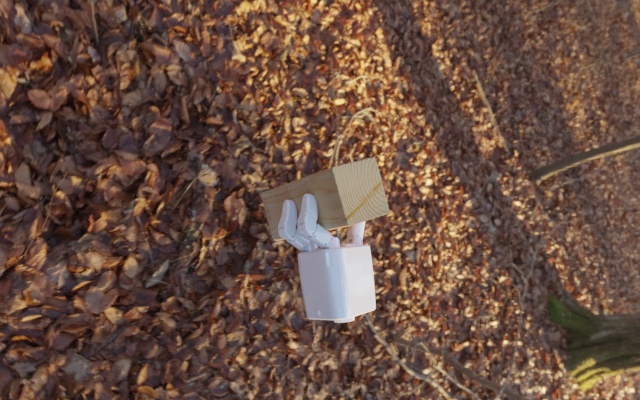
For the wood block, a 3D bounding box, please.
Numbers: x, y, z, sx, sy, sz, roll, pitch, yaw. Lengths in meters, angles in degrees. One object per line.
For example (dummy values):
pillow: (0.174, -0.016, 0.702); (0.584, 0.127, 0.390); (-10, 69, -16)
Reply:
wood block: (0.001, 0.003, 0.776); (0.091, 0.090, 0.206); (-15, 0, -38)
